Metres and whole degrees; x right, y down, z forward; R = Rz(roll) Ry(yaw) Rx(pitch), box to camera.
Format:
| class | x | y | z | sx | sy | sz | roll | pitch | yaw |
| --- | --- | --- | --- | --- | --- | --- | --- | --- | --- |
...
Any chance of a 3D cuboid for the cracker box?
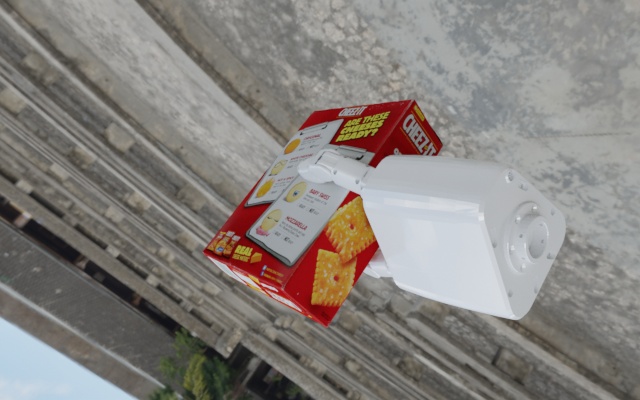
| class | x | y | z | sx | sy | sz | roll | pitch | yaw |
| --- | --- | --- | --- | --- | --- | --- | --- | --- | --- |
| cracker box | 0.000 | 0.002 | 0.484 | 0.164 | 0.213 | 0.072 | 9 | -33 | 53 |
